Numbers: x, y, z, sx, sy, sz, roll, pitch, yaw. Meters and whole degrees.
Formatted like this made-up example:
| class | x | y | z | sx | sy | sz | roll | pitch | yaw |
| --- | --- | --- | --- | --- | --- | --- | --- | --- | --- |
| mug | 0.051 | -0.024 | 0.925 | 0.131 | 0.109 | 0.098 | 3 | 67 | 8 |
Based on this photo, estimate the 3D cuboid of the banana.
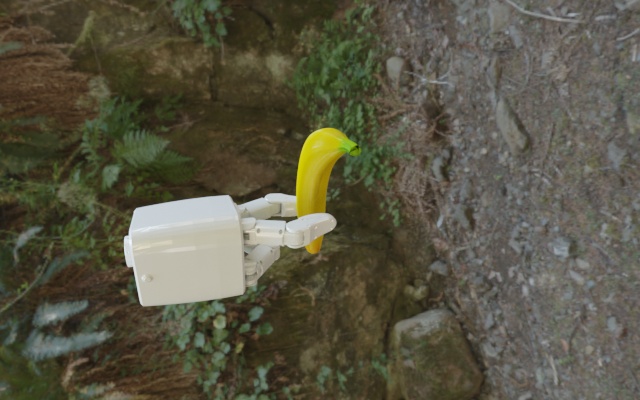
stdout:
| class | x | y | z | sx | sy | sz | roll | pitch | yaw |
| --- | --- | --- | --- | --- | --- | --- | --- | --- | --- |
| banana | -0.004 | -0.015 | 0.523 | 0.037 | 0.069 | 0.198 | -6 | -33 | -16 |
